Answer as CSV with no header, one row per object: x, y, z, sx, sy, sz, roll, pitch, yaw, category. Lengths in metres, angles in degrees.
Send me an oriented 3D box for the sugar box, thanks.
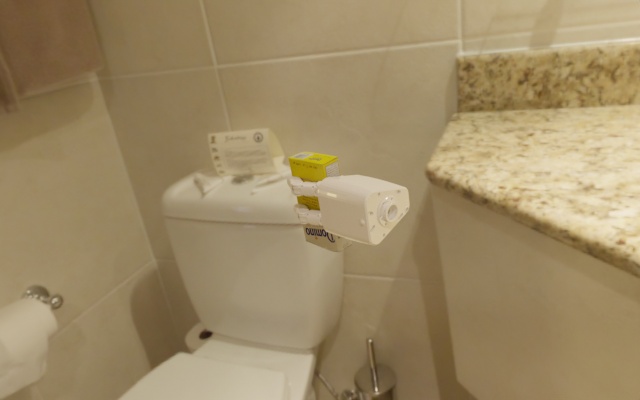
0.000,0.003,0.869,0.048,0.176,0.093,-27,28,-36,sugar box
